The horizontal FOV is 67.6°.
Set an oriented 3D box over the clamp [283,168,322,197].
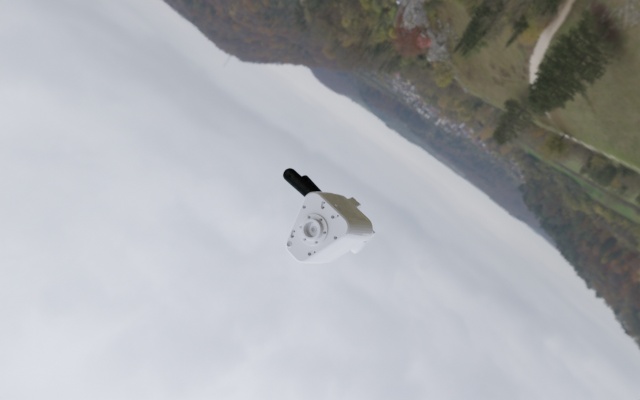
[{"bbox_3d":[0.000,0.003,0.870,0.171,0.039,0.120,43,11,21],"label":"clamp"}]
